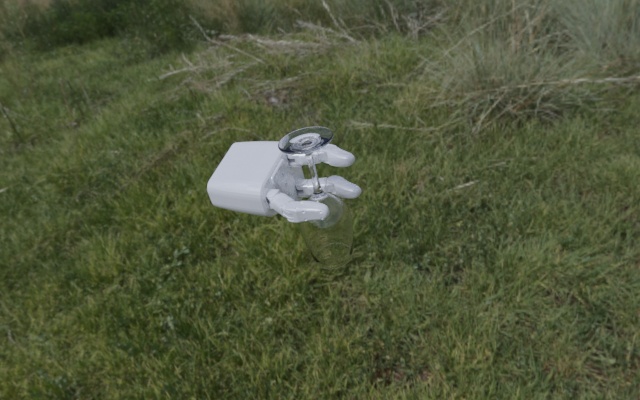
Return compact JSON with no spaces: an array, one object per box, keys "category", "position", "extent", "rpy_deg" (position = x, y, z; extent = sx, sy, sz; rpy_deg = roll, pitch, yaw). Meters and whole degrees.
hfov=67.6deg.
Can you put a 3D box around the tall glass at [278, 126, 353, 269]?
[{"category":"tall glass","position":[0.000,0.002,0.675],"extent":[0.079,0.201,0.079],"rpy_deg":[-10,32,6]}]
